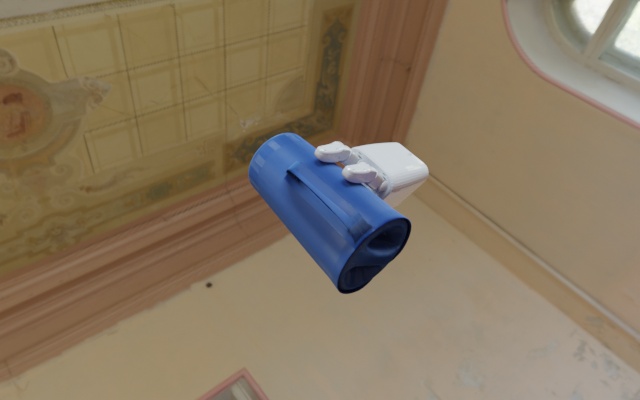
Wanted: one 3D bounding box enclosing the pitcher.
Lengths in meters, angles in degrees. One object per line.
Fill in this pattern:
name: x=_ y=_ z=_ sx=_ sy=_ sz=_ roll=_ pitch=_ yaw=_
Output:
pitcher: x=0.000 y=0.002 z=0.684 sx=0.145 sy=0.149 sz=0.242 roll=-14 pitch=47 yaw=-43
